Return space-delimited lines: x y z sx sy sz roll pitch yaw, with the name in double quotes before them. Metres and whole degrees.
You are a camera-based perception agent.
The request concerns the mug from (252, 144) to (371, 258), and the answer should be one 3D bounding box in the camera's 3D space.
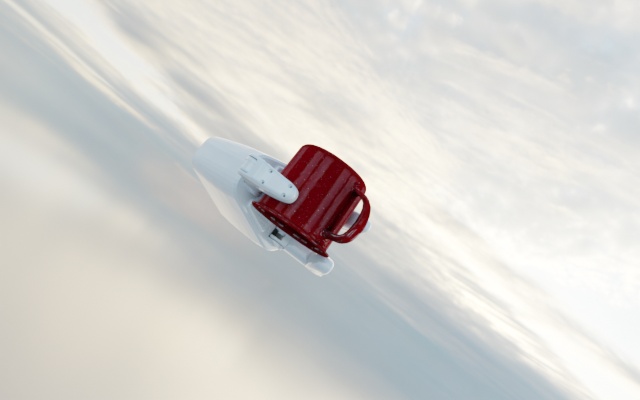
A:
"mug" 0.001 0.002 0.470 0.117 0.081 0.093 26 -14 44
